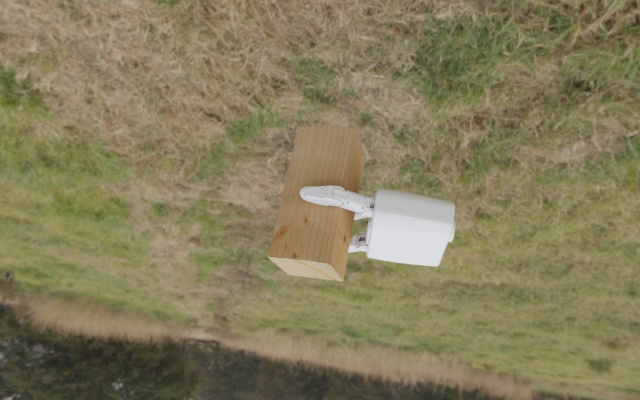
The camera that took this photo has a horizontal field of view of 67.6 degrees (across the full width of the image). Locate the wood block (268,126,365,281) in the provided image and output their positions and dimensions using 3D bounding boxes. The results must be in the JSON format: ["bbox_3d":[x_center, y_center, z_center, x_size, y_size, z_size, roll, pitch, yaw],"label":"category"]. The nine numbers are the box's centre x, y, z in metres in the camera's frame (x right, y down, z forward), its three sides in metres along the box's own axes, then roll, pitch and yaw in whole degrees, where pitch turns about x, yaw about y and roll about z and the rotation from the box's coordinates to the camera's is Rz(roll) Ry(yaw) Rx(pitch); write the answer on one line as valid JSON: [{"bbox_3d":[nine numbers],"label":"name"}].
[{"bbox_3d":[0.000,0.002,0.701,0.090,0.206,0.091,4,-23,18],"label":"wood block"}]
